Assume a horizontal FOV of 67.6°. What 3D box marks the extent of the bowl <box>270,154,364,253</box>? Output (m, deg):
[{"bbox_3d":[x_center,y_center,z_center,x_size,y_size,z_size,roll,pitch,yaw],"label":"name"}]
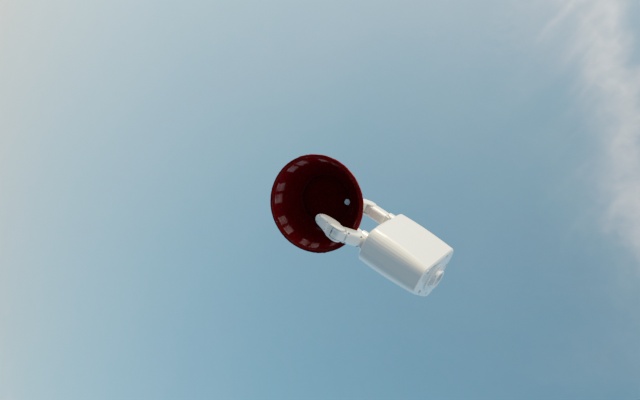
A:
[{"bbox_3d":[-0.001,0.002,0.792,0.162,0.162,0.055,0,9,20],"label":"bowl"}]
